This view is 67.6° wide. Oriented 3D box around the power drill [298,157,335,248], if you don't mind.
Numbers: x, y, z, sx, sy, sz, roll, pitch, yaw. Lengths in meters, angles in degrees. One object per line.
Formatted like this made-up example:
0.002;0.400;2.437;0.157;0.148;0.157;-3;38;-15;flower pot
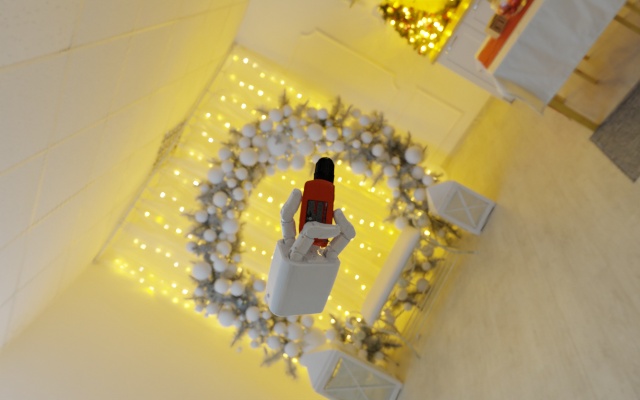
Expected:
0.000;0.003;0.891;0.057;0.184;0.187;4;-1;4;power drill
